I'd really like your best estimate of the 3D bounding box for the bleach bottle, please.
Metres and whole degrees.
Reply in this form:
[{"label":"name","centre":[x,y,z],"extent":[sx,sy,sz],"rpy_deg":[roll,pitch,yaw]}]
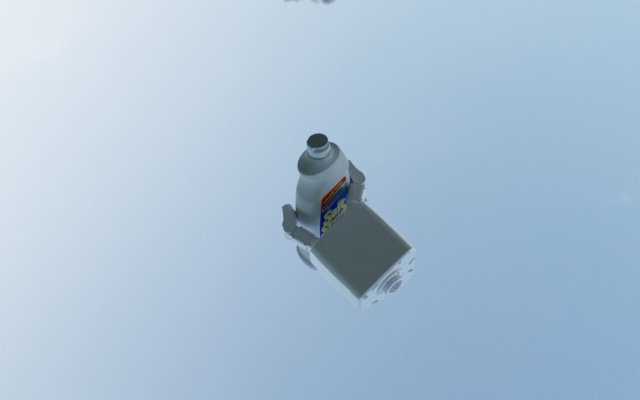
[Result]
[{"label":"bleach bottle","centre":[0.000,0.002,0.724],"extent":[0.102,0.251,0.068],"rpy_deg":[-35,57,-20]}]
